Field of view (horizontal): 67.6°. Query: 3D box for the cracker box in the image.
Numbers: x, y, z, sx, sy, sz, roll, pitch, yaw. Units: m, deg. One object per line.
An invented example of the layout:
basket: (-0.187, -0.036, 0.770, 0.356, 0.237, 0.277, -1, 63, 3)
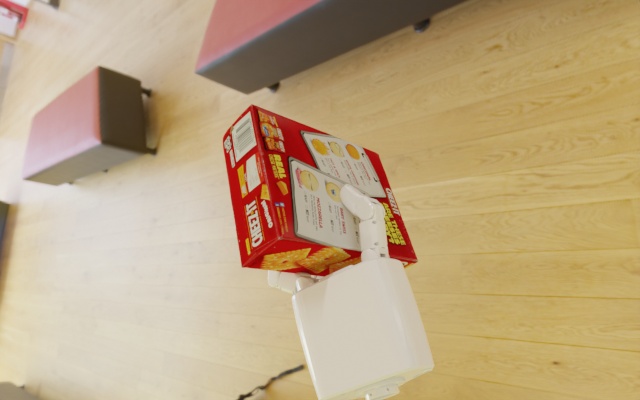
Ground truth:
cracker box: (0.000, 0.002, 0.549, 0.214, 0.164, 0.072, 15, -40, -43)
